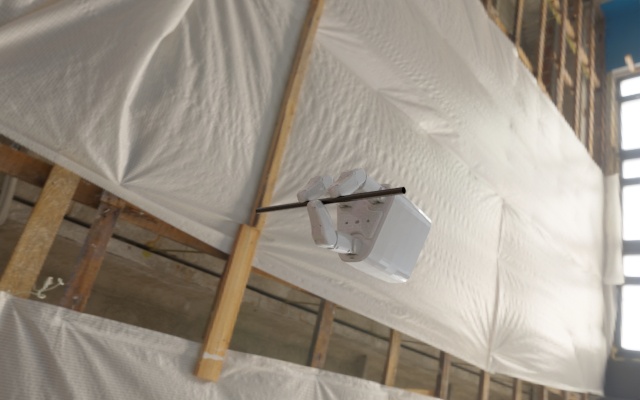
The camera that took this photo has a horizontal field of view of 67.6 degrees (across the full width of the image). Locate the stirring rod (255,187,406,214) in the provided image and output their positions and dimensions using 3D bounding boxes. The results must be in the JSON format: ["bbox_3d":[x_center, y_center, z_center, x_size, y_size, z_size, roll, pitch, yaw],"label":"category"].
[{"bbox_3d":[0.000,0.002,0.582,0.239,0.011,0.011,-8,-6,43],"label":"stirring rod"}]
